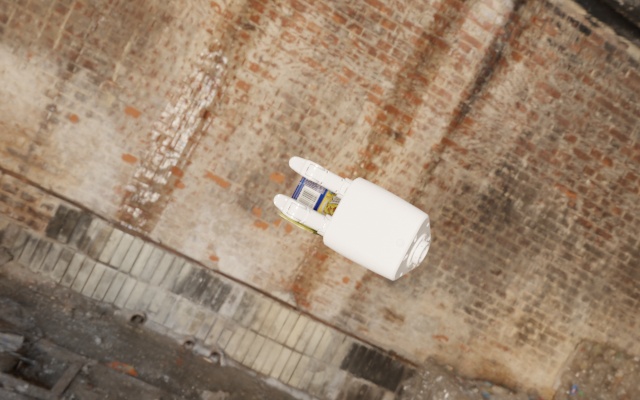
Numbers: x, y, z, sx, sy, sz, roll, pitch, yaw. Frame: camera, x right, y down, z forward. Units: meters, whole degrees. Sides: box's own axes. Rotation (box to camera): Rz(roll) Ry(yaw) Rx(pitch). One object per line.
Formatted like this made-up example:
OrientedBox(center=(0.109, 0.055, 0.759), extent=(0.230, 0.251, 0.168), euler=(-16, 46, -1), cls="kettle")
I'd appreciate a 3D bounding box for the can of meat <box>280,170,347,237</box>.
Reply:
OrientedBox(center=(0.000, 0.002, 0.680), extent=(0.057, 0.084, 0.102), euler=(29, 2, 27), cls="can of meat")
